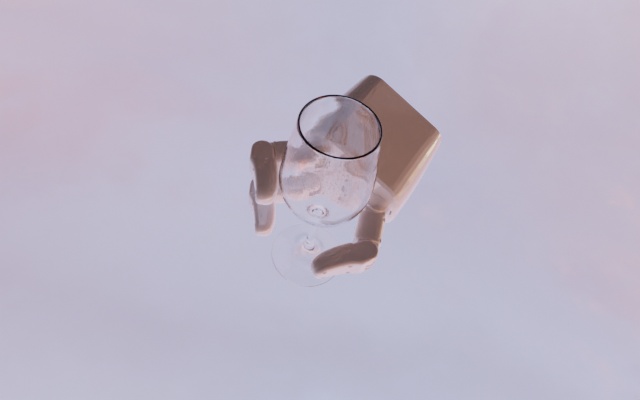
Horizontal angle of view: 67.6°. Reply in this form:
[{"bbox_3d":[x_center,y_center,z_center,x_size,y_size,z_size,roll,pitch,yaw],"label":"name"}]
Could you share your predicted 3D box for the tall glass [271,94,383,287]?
[{"bbox_3d":[0.000,0.002,0.418,0.079,0.079,0.201,0,-33,-10],"label":"tall glass"}]
